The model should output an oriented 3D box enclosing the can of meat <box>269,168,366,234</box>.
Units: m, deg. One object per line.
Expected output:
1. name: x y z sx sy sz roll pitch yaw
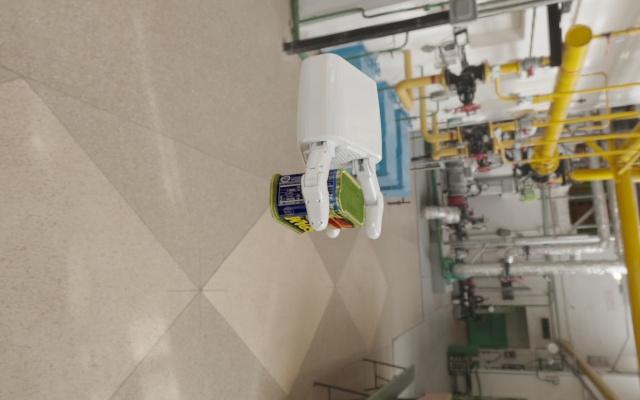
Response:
1. can of meat: 0.000 0.002 0.563 0.084 0.057 0.102 -6 -19 21
